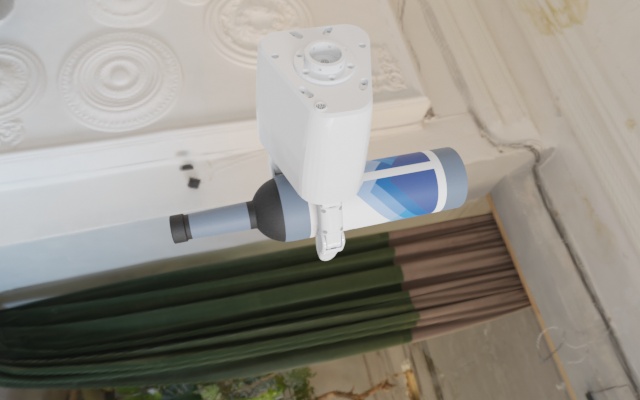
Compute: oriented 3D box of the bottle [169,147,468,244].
[{"bbox_3d":[0.000,0.002,0.485,0.295,0.069,0.069,-11,2,-12],"label":"bottle"}]
